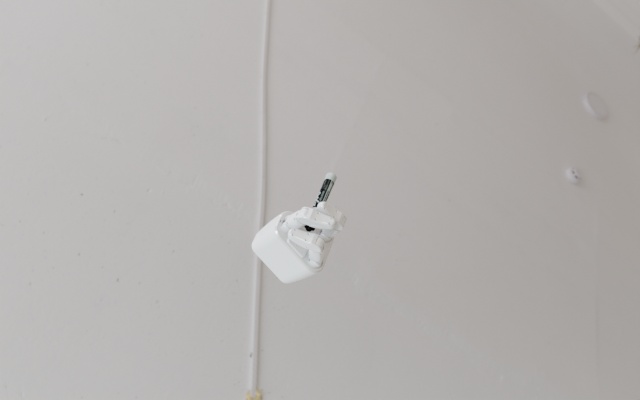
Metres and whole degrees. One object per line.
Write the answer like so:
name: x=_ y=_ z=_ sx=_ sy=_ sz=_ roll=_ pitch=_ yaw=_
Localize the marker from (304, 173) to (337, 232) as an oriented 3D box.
marker: x=0.000 y=0.003 z=0.801 sx=0.020 sy=0.121 sz=0.020 roll=15 pitch=-35 yaw=11
